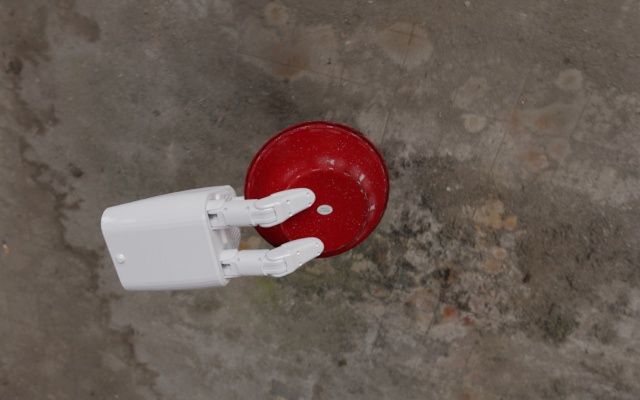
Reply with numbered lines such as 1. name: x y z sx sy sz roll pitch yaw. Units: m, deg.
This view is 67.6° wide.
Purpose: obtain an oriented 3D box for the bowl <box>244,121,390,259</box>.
1. bowl: 0.001 0.001 0.501 0.162 0.162 0.055 0 22 -7
